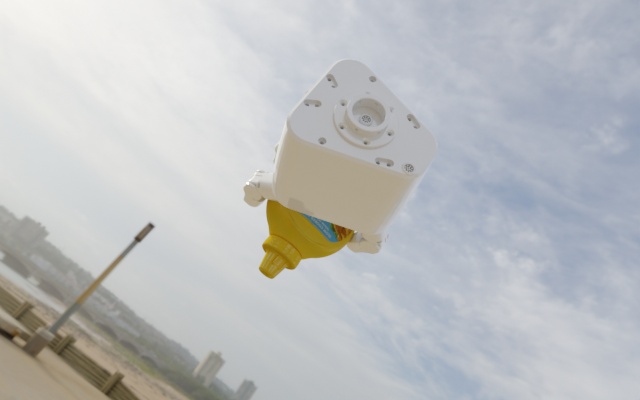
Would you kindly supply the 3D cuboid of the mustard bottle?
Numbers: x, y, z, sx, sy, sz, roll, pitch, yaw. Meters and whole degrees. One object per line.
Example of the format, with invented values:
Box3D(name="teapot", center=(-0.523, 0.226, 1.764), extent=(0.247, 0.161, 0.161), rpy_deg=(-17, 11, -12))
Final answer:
Box3D(name="mustard bottle", center=(0.000, 0.002, 0.499), extent=(0.096, 0.191, 0.058), rpy_deg=(44, -26, -15))
